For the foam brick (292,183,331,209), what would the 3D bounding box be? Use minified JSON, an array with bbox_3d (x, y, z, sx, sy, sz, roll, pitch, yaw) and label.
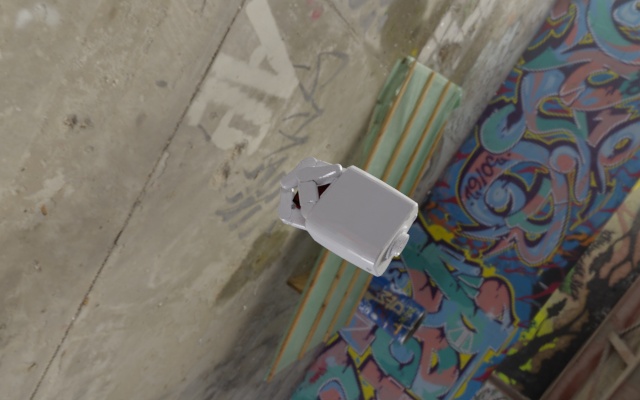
[{"bbox_3d":[0.000,0.002,0.706,0.051,0.053,0.078,25,-13,19],"label":"foam brick"}]
